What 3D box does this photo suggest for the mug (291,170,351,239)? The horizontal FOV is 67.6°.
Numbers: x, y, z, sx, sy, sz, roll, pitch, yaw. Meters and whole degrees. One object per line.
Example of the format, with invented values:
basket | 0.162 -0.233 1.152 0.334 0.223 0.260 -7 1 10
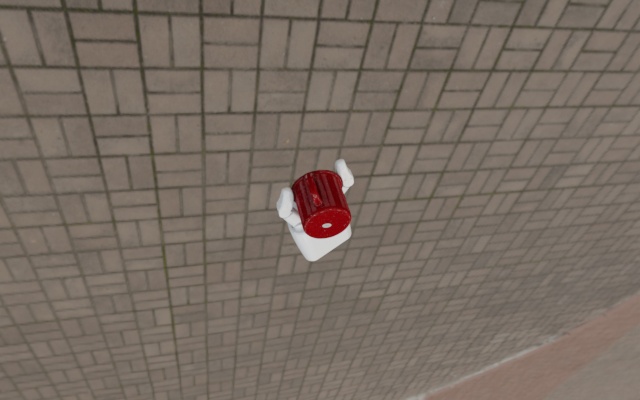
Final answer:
mug | 0.000 0.002 0.783 0.093 0.081 0.117 -19 -39 2
